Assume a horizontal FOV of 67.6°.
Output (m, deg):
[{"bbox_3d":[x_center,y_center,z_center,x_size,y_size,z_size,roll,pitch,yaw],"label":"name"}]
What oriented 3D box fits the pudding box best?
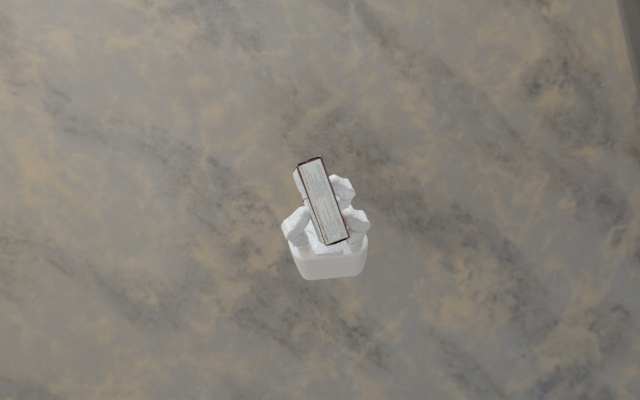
[{"bbox_3d":[0.000,0.002,0.636,0.039,0.113,0.090,-22,1,-6],"label":"pudding box"}]
